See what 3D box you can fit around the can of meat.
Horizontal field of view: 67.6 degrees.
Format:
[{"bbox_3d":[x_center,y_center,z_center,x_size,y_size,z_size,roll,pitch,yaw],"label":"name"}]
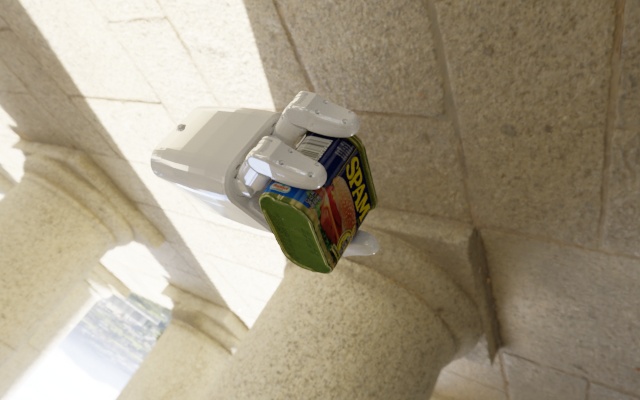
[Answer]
[{"bbox_3d":[0.000,0.002,0.404,0.057,0.084,0.102,16,-34,30],"label":"can of meat"}]
